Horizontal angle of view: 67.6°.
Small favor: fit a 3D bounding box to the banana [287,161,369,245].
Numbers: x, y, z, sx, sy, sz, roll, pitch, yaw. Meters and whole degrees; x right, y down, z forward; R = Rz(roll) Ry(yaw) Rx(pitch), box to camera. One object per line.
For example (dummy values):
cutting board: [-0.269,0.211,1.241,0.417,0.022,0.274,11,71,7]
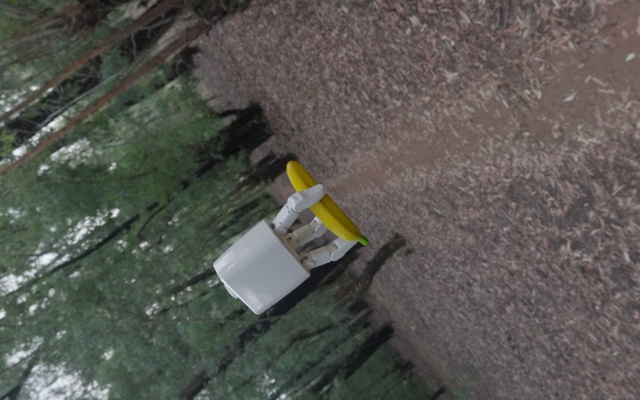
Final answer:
banana: [-0.002,0.001,0.770,0.037,0.197,0.070,-42,-19,1]
